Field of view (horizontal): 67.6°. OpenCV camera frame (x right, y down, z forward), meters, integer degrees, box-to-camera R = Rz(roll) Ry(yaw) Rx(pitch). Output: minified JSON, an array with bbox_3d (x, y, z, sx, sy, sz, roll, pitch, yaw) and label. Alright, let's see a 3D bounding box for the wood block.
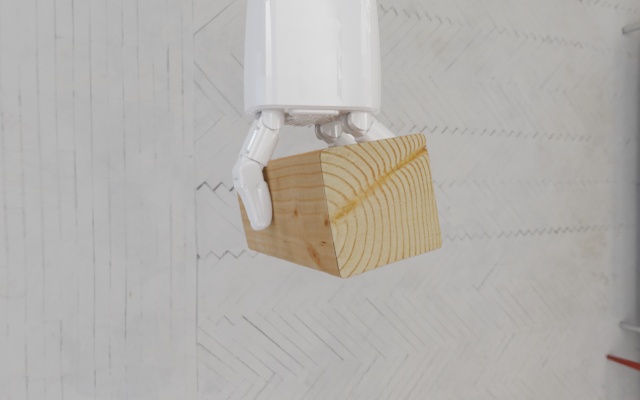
[{"bbox_3d":[0.000,0.001,0.426,0.091,0.090,0.206,-12,5,-25],"label":"wood block"}]
